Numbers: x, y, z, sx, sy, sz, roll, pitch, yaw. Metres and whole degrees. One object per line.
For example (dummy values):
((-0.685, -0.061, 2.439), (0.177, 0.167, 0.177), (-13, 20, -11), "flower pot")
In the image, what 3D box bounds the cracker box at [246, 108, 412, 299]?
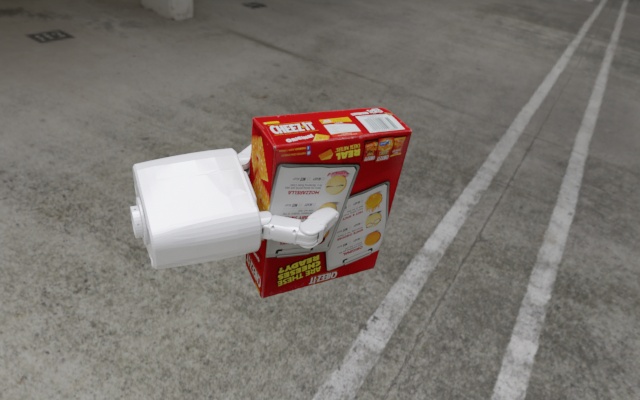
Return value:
((0.000, 0.002, 0.565), (0.164, 0.214, 0.072), (-10, 41, -25), "cracker box")
